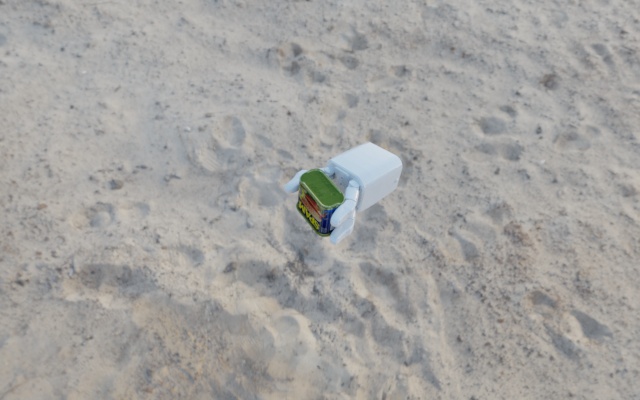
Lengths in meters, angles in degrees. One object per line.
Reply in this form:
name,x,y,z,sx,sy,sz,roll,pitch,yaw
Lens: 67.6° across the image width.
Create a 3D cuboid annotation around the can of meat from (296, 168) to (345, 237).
can of meat,0.000,0.003,0.886,0.057,0.102,0.084,-25,-33,-24
